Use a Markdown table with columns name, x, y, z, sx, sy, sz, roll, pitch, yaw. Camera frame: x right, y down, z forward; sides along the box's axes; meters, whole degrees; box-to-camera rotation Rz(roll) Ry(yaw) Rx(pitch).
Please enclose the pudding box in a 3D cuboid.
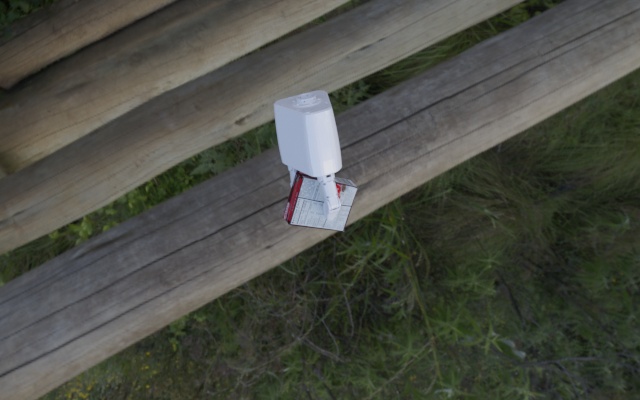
| name | x | y | z | sx | sy | sz | roll | pitch | yaw |
| --- | --- | --- | --- | --- | --- | --- | --- | --- | --- |
| pudding box | 0.000 | 0.003 | 0.828 | 0.113 | 0.090 | 0.039 | 10 | 18 | -26 |
